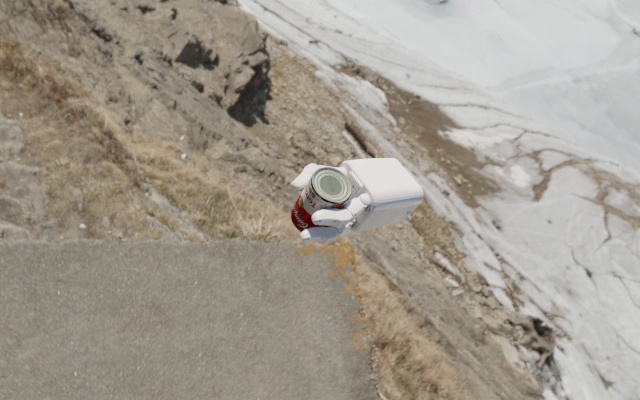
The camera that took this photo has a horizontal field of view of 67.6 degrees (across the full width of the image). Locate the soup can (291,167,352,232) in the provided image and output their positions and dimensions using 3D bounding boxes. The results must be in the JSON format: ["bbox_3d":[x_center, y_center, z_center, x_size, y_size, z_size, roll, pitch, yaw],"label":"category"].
[{"bbox_3d":[0.000,0.002,0.752,0.068,0.068,0.102,0,-32,-24],"label":"soup can"}]
